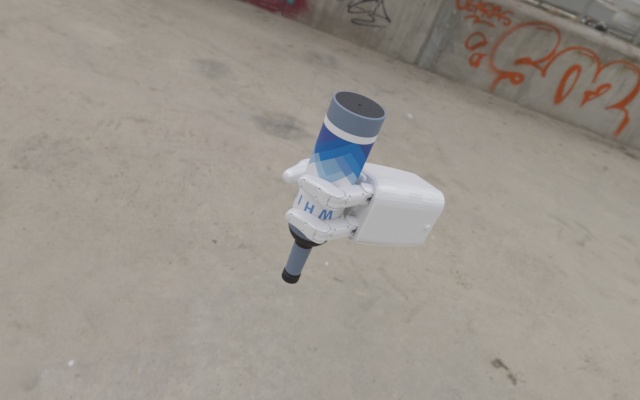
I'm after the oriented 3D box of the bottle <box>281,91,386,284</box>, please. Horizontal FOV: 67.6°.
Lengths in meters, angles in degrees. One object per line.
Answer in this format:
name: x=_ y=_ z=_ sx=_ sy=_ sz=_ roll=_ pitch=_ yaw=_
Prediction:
bottle: x=0.000 y=0.002 z=0.638 sx=0.069 sy=0.296 sz=0.069 roll=15 pitch=34 yaw=-10
